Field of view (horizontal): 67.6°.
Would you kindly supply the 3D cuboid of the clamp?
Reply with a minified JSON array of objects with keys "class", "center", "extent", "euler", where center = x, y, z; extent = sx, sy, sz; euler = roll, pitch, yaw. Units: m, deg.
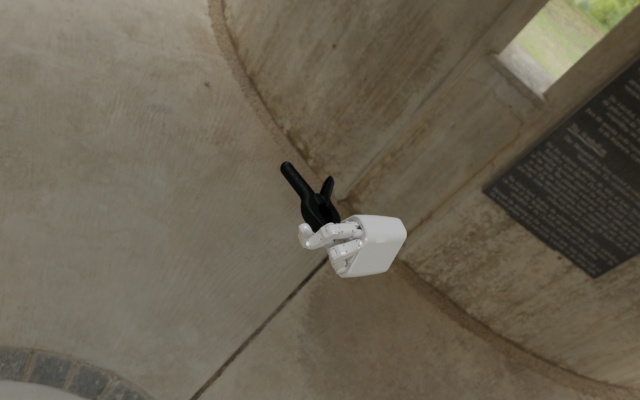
[{"class":"clamp","center":[0.000,0.003,0.865],"extent":[0.120,0.171,0.039],"euler":[3,-39,-38]}]
